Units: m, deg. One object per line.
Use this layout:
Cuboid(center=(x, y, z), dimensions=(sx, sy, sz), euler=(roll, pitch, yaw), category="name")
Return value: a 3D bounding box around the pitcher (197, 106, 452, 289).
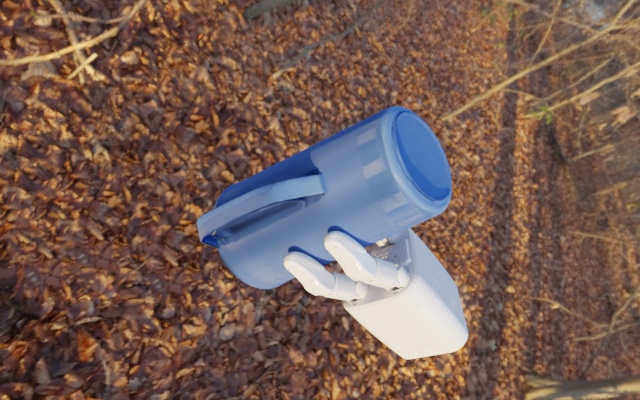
Cuboid(center=(0.000, 0.002, 0.494), dimensions=(0.243, 0.145, 0.149), euler=(-26, 26, 38), category="pitcher")
